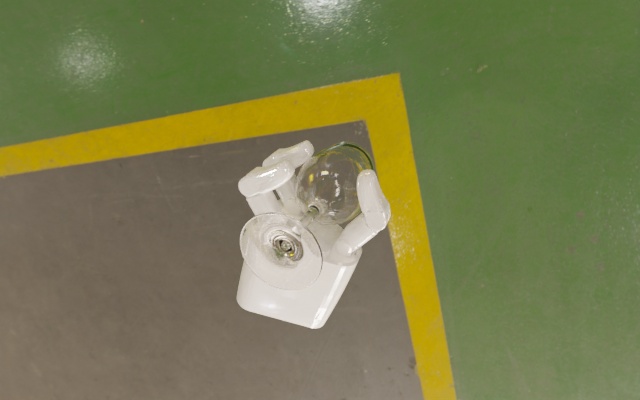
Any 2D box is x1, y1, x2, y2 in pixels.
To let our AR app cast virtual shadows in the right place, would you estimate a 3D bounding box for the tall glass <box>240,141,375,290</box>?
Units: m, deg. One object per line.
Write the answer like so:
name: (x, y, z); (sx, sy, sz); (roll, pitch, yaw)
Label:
tall glass: (0.000, 0.002, 0.475); (0.079, 0.079, 0.201); (0, 25, 22)
